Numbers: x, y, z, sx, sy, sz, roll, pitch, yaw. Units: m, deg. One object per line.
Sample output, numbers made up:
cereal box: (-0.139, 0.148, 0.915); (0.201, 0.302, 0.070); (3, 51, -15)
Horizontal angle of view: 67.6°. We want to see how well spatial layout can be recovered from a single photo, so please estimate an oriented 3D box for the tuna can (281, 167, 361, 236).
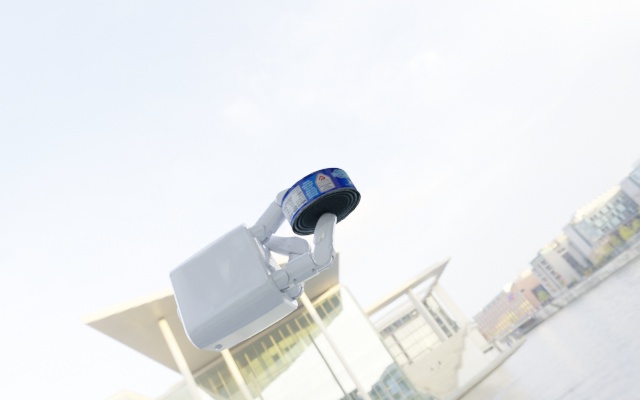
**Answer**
tuna can: (0.000, 0.001, 0.531); (0.086, 0.033, 0.086); (-24, -26, -12)
